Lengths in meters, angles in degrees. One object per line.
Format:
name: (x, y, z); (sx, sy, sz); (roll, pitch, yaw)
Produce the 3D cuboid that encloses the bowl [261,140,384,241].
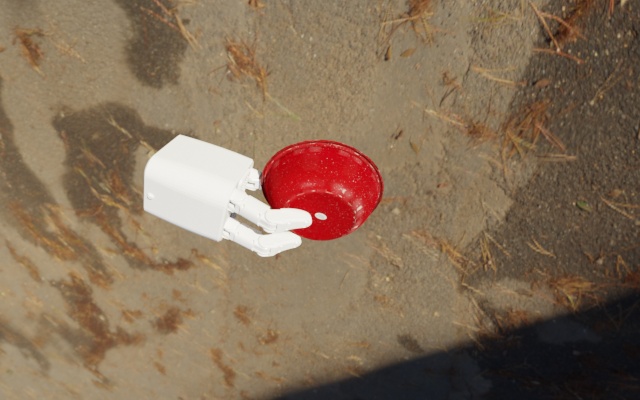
bowl: (0.001, 0.002, 0.610); (0.162, 0.055, 0.162); (3, -45, 3)
